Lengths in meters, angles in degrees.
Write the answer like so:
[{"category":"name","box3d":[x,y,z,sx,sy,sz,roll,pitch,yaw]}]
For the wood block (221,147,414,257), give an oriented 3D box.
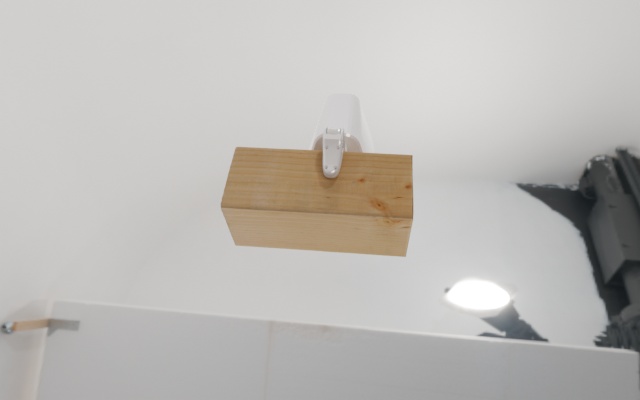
[{"category":"wood block","box3d":[0.000,0.001,0.561,0.206,0.090,0.091,3,-35,6]}]
